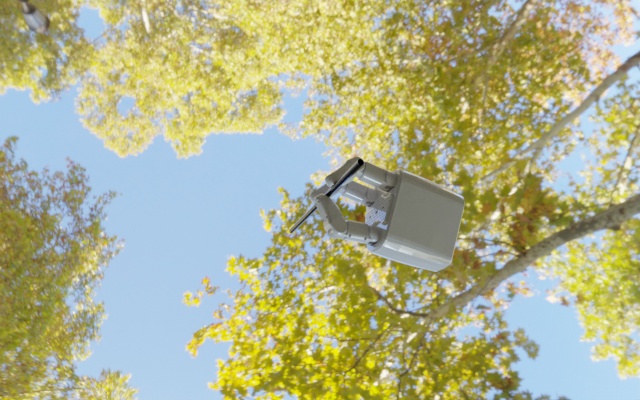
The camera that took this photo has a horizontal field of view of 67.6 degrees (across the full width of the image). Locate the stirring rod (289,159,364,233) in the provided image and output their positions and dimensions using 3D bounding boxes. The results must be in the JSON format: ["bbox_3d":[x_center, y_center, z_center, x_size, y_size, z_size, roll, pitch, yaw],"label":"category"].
[{"bbox_3d":[0.000,0.002,0.638,0.011,0.011,0.240,0,-22,-24],"label":"stirring rod"}]
